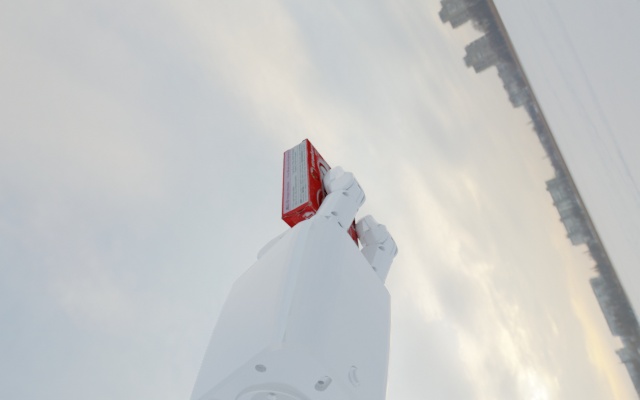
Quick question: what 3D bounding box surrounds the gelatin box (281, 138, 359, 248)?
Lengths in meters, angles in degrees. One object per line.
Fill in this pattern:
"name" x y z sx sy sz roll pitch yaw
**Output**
"gelatin box" 0.000 0.001 0.407 0.030 0.089 0.073 -28 -53 19
